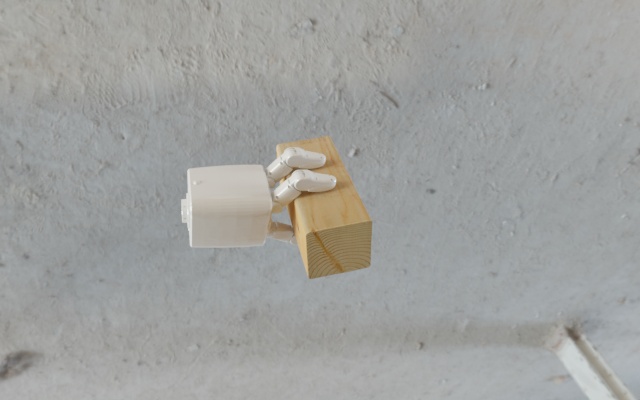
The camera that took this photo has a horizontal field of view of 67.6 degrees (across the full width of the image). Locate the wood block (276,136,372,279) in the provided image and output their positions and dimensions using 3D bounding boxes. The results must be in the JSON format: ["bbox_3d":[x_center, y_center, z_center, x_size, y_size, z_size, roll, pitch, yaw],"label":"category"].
[{"bbox_3d":[0.000,0.003,0.699,0.090,0.091,0.206,-10,41,-10],"label":"wood block"}]
